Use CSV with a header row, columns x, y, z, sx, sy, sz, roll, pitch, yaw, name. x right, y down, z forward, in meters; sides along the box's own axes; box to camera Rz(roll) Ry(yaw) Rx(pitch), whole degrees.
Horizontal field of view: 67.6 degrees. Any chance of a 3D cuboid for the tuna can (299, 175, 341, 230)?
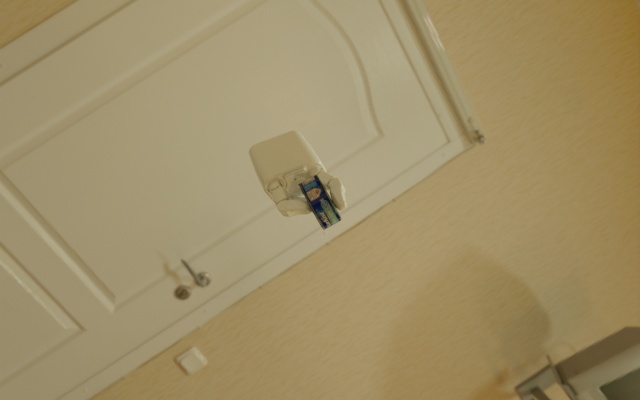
x,y,z,sx,sy,sz,roll,pitch,yaw,name
0.001,0.002,0.769,0.034,0.086,0.086,-29,-1,2,tuna can
